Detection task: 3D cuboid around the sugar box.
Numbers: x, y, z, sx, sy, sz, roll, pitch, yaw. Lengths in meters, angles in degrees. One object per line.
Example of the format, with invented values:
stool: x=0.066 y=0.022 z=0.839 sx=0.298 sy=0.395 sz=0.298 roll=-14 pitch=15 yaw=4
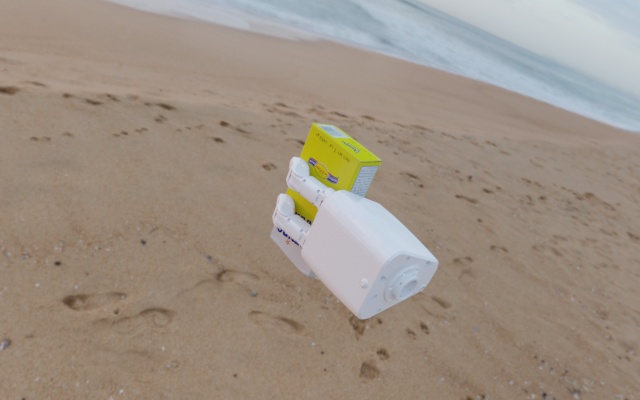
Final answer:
sugar box: x=0.000 y=0.002 z=0.601 sx=0.048 sy=0.176 sz=0.093 roll=-4 pitch=36 yaw=-45
